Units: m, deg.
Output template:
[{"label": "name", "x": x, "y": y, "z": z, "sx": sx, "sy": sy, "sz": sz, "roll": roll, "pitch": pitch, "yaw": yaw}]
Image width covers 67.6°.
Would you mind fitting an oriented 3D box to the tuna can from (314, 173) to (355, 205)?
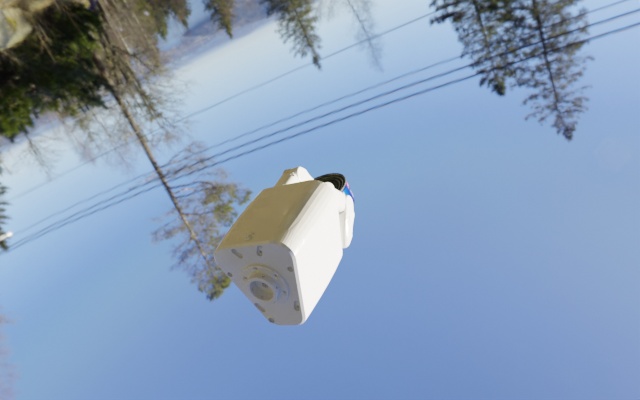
[{"label": "tuna can", "x": 0.000, "y": 0.002, "z": 0.619, "sx": 0.086, "sy": 0.034, "sz": 0.086, "roll": -23, "pitch": 25, "yaw": 12}]
